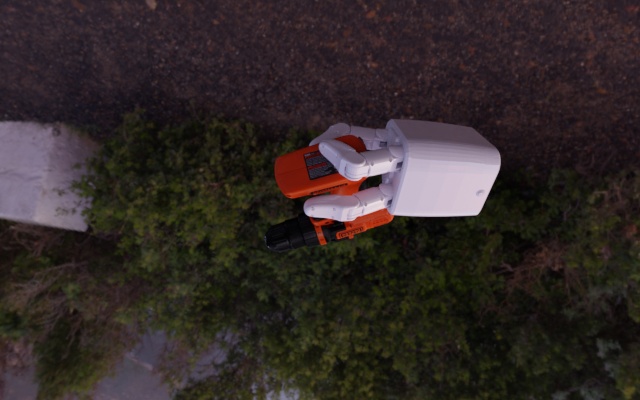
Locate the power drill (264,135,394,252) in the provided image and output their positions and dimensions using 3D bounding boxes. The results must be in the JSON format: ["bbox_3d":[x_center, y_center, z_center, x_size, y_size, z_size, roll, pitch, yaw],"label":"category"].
[{"bbox_3d":[0.000,0.002,0.602,0.184,0.057,0.188,-18,-26,1],"label":"power drill"}]
